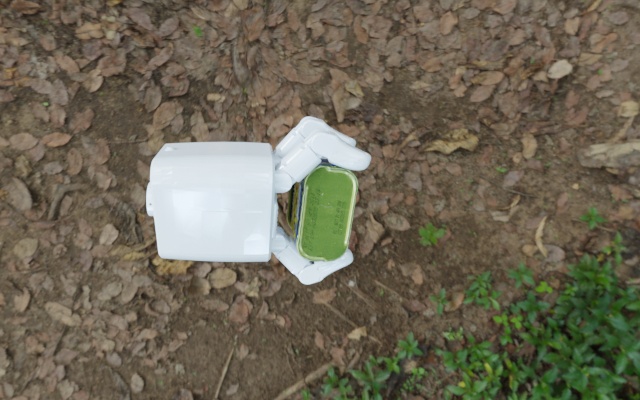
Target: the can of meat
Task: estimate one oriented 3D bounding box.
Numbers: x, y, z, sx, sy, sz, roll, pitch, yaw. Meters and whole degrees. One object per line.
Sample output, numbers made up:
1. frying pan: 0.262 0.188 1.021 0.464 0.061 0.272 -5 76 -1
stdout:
1. can of meat: 0.000 0.002 0.487 0.057 0.102 0.084 4 18 -10
